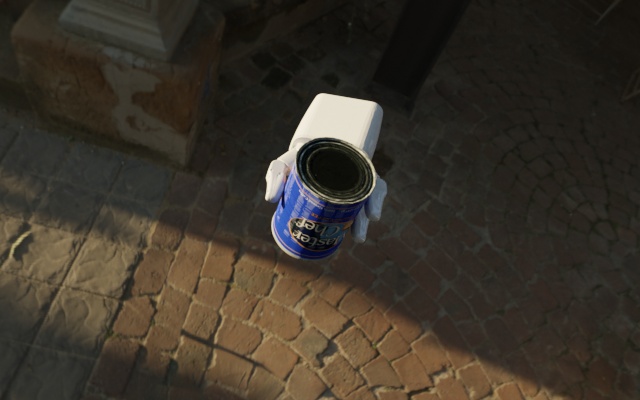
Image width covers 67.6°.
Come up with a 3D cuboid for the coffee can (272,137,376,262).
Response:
[{"bbox_3d":[0.000,0.002,0.622,0.103,0.102,0.140,0,-35,-19],"label":"coffee can"}]
